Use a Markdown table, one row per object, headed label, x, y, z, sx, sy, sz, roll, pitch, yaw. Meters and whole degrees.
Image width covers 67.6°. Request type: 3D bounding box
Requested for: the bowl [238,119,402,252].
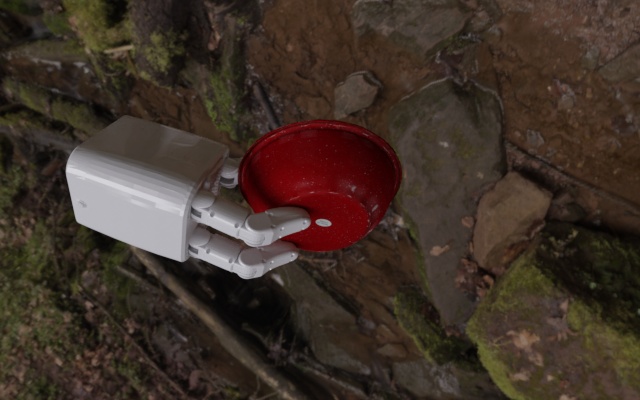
| label | x | y | z | sx | sy | sz | roll | pitch | yaw |
| --- | --- | --- | --- | --- | --- | --- | --- | --- | --- |
| bowl | 0.001 | 0.002 | 0.456 | 0.162 | 0.055 | 0.162 | -1 | -40 | -1 |
